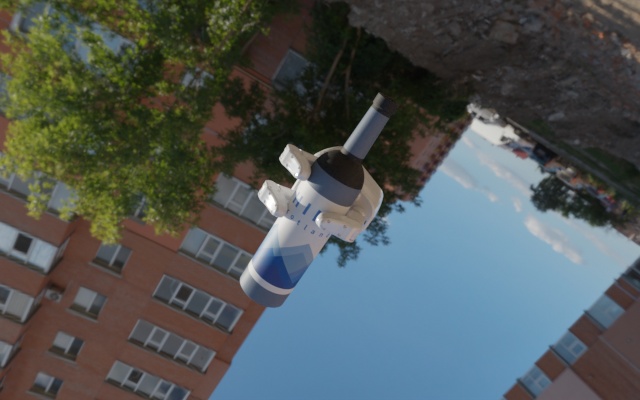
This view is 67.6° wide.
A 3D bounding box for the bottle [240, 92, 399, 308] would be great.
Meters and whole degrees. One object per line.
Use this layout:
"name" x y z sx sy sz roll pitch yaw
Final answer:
"bottle" 0.000 0.002 0.582 0.069 0.296 0.069 30 19 -11
